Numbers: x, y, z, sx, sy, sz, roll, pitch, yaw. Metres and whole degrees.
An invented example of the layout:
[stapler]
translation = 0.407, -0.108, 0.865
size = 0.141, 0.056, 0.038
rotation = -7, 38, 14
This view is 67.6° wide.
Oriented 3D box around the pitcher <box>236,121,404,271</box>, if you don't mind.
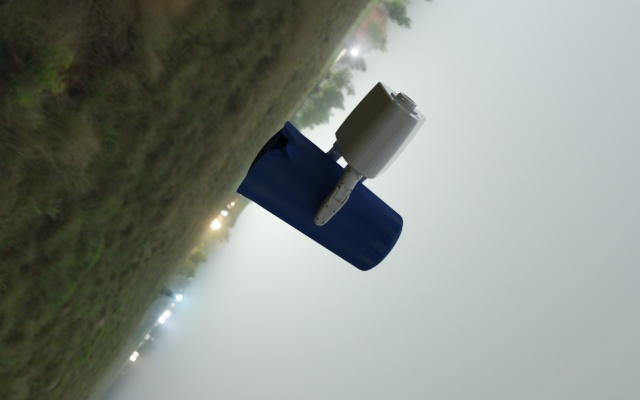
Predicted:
[pitcher]
translation = 0.000, 0.002, 0.743
size = 0.243, 0.145, 0.149
rotation = 36, 20, -7
